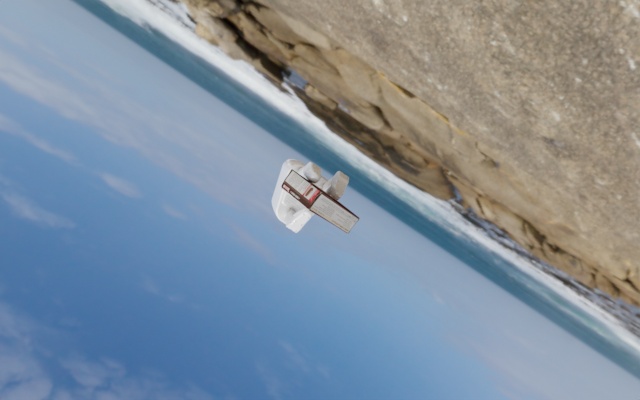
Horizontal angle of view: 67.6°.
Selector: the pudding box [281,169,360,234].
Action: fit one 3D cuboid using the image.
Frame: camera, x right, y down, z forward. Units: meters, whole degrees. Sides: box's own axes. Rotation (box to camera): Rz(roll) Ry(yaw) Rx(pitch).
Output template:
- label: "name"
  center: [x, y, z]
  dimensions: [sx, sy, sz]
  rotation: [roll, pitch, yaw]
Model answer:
- label: "pudding box"
  center: [0.000, 0.003, 0.788]
  dimensions: [0.113, 0.039, 0.090]
  rotation: [31, 4, -45]
